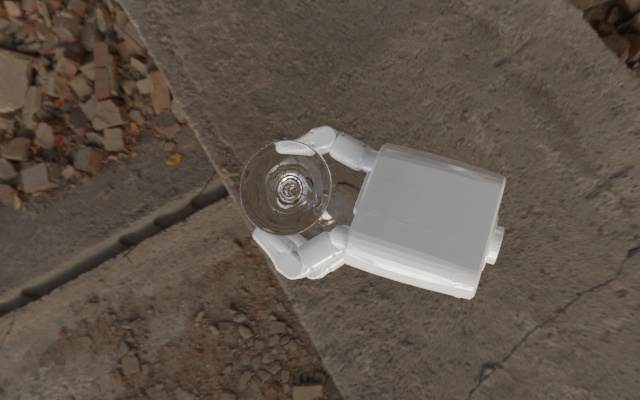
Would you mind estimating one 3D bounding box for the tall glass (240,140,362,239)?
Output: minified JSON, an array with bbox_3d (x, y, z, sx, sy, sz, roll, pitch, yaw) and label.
[{"bbox_3d":[0.000,0.001,0.457,0.079,0.079,0.201,0,-6,16],"label":"tall glass"}]
